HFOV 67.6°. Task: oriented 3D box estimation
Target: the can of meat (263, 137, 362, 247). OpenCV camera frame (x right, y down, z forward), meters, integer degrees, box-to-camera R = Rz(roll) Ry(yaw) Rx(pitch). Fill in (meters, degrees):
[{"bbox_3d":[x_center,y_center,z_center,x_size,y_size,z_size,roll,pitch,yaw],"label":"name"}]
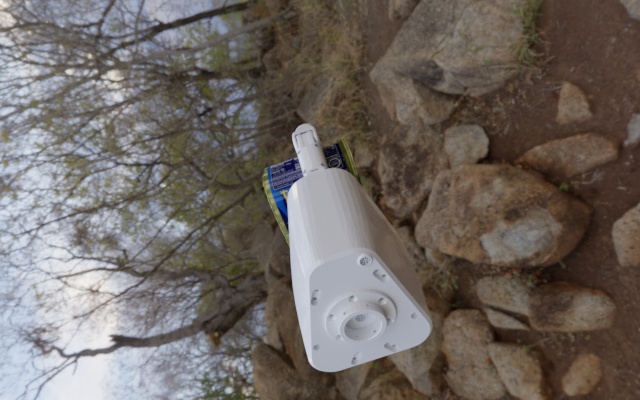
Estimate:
[{"bbox_3d":[0.000,0.001,0.460,0.084,0.102,0.057,-19,34,3],"label":"can of meat"}]
